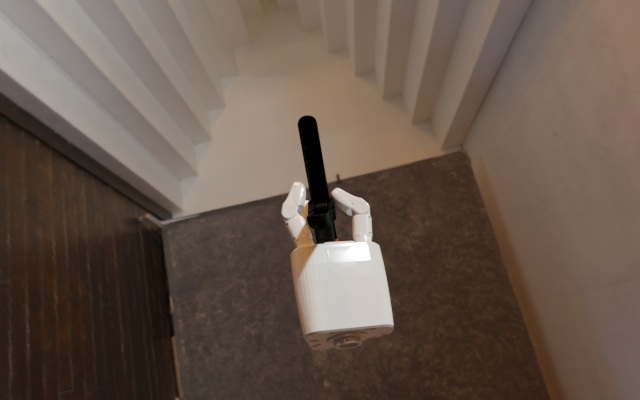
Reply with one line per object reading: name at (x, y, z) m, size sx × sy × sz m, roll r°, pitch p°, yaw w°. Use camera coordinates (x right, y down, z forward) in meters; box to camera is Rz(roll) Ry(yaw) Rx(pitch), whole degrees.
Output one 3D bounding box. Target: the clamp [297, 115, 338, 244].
clamp at (0.001, 0.002, 0.636) m, size 0.036 × 0.164 × 0.210 m, roll -8°, pitch -29°, yaw 3°
